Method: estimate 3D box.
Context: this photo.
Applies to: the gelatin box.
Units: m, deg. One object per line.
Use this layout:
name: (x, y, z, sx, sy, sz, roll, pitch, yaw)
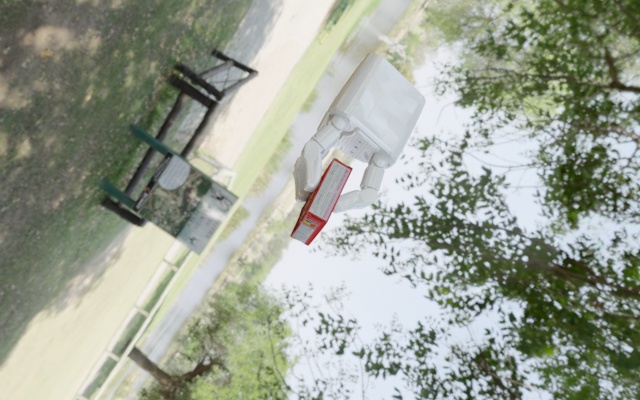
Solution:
gelatin box: (0.000, 0.002, 0.584, 0.030, 0.089, 0.073, 29, -32, -5)
